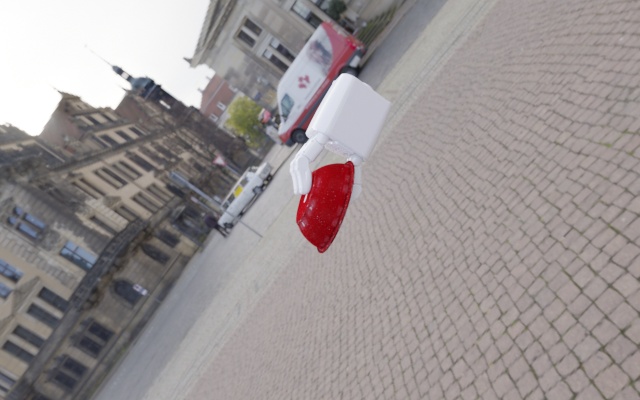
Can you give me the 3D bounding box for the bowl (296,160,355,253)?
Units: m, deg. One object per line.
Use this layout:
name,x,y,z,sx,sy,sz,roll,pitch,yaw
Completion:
bowl,-0.001,0.004,0.785,0.055,0.162,0.162,18,-4,-11
